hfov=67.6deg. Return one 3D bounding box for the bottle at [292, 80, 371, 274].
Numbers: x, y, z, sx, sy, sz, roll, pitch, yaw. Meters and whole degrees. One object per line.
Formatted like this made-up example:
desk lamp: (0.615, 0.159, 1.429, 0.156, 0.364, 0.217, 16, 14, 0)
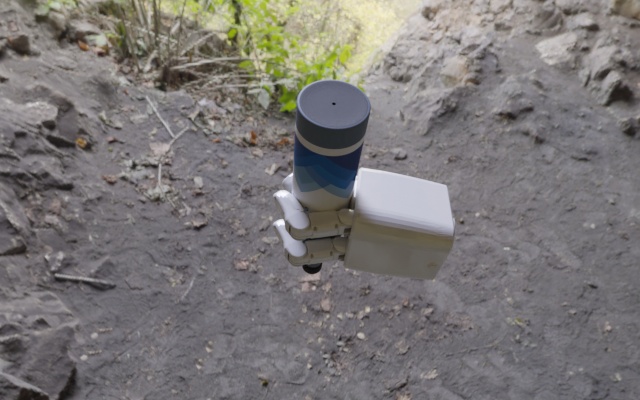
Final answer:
bottle: (0.000, 0.002, 0.541, 0.069, 0.069, 0.296, 0, -37, -6)
